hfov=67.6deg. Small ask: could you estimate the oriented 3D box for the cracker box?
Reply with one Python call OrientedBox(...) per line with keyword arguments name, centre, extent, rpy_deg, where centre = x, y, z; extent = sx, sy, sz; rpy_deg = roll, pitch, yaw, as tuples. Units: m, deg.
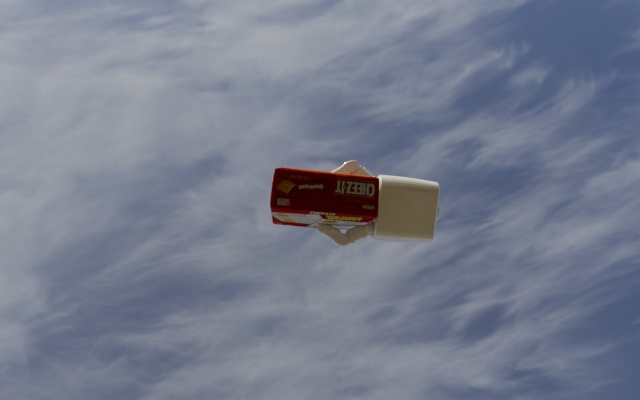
OrientedBox(name="cracker box", centre=(0.000, 0.003, 0.817), extent=(0.164, 0.072, 0.214), rpy_deg=(5, -9, -4))
